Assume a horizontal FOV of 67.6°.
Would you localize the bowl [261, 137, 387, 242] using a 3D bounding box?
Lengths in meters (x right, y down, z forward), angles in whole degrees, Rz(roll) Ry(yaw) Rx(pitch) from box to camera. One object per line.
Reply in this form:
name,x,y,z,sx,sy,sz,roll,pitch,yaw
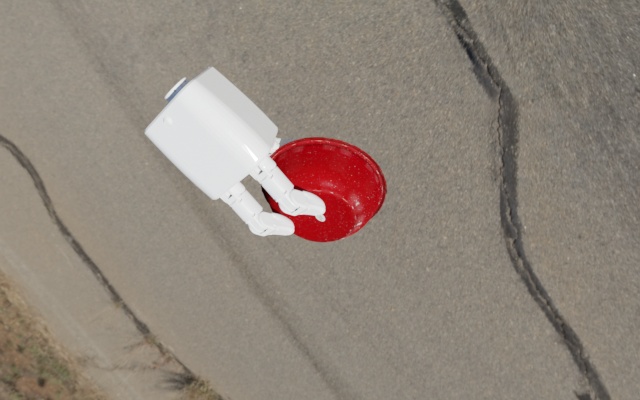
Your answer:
bowl,0.001,0.003,0.591,0.162,0.162,0.055,4,45,4
